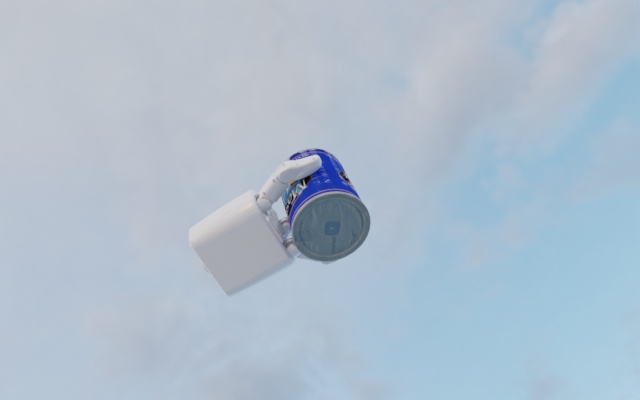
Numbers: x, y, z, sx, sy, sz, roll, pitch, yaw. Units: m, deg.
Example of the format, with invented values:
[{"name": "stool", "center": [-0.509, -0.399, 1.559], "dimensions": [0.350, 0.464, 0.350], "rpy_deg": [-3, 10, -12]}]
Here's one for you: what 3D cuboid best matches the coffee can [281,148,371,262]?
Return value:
[{"name": "coffee can", "center": [0.000, 0.002, 0.663], "dimensions": [0.103, 0.103, 0.140], "rpy_deg": [0, 29, -14]}]
